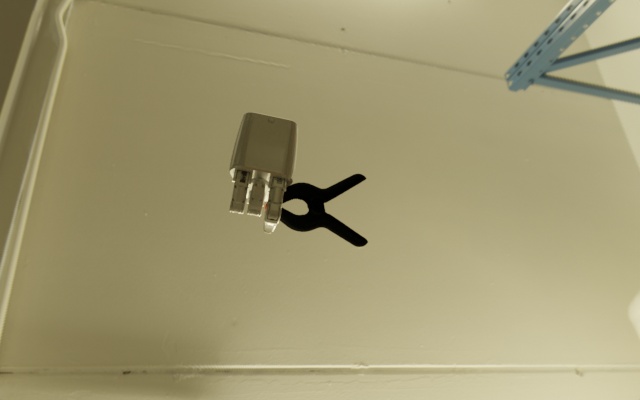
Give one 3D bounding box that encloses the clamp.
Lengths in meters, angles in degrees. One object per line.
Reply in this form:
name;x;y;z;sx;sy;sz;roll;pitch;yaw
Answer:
clamp;0.000;0.003;0.764;0.171;0.120;0.039;12;-22;-12
